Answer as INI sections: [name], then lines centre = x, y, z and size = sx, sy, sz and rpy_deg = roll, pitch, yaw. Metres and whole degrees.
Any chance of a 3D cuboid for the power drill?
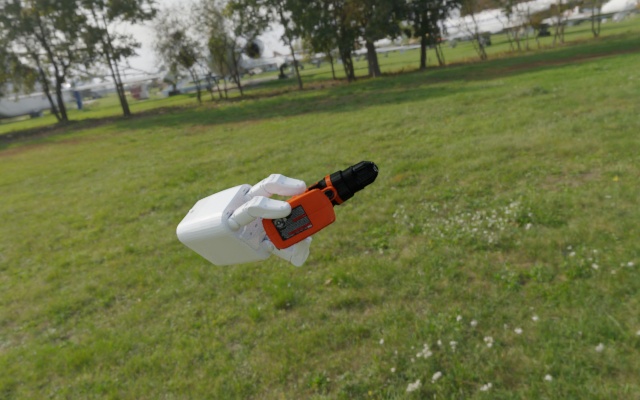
[power drill]
centre = 0.000, 0.003, 0.731
size = 0.184, 0.057, 0.187
rpy_deg = -30, 3, 16
